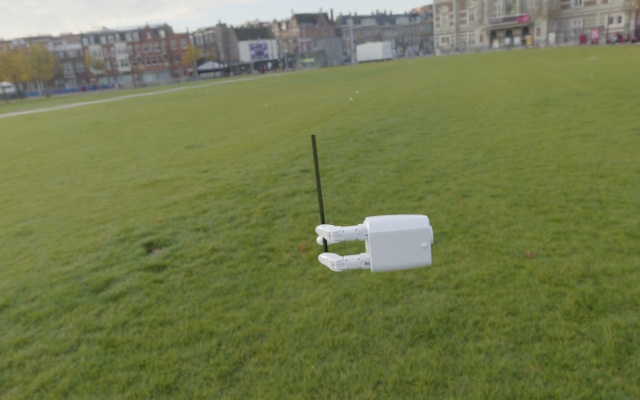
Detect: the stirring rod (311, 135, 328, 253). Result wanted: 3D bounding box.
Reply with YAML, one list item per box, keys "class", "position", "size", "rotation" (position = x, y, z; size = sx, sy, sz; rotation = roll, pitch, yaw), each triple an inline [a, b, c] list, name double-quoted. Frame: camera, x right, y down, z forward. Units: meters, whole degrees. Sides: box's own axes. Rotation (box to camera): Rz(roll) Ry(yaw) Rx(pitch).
- class: "stirring rod"
  position: [0.000, 0.003, 0.853]
  size: [0.011, 0.239, 0.011]
  rotation: [-6, 16, 2]
